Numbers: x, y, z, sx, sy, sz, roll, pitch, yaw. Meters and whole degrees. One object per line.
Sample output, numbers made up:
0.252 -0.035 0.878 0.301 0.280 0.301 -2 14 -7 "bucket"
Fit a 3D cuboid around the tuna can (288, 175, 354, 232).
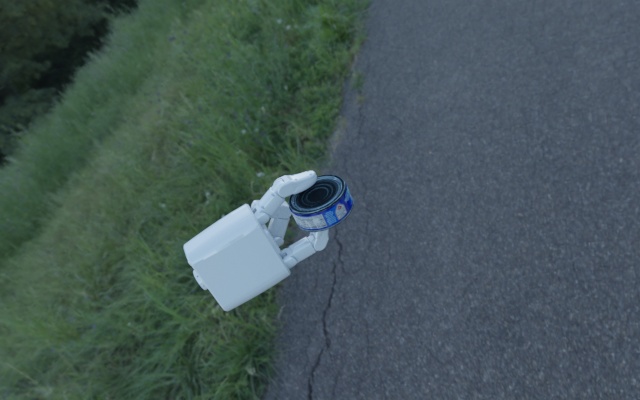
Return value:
0.000 0.002 0.654 0.086 0.034 0.086 -16 35 12 "tuna can"
